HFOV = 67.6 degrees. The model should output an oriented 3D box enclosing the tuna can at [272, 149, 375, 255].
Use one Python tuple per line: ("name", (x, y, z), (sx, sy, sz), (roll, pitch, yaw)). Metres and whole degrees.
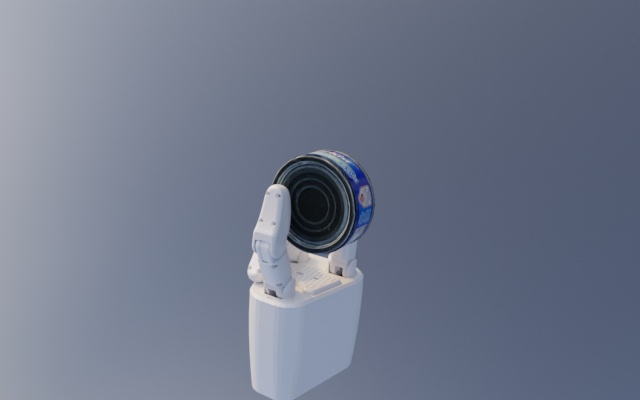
("tuna can", (0.000, 0.001, 0.401), (0.086, 0.086, 0.033), (0, 10, 32))
